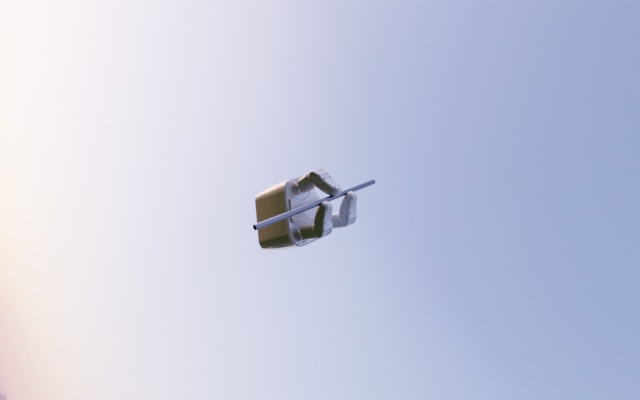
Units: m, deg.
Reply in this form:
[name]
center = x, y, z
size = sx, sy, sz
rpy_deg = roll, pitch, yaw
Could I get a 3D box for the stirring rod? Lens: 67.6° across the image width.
[stirring rod]
center = 0.000, 0.002, 0.703
size = 0.239, 0.011, 0.011
rpy_deg = -21, 14, -39
